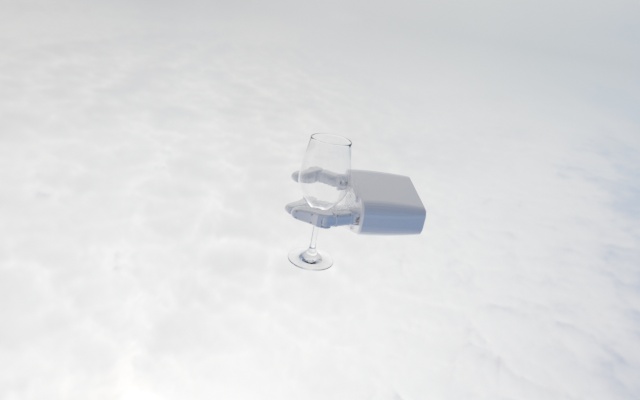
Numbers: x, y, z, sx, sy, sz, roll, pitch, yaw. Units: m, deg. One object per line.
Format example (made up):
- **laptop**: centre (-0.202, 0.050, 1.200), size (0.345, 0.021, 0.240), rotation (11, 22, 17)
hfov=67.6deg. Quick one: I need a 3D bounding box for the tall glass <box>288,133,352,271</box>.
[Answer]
- **tall glass**: centre (0.000, 0.003, 0.727), size (0.079, 0.201, 0.079), rotation (8, 21, -3)
